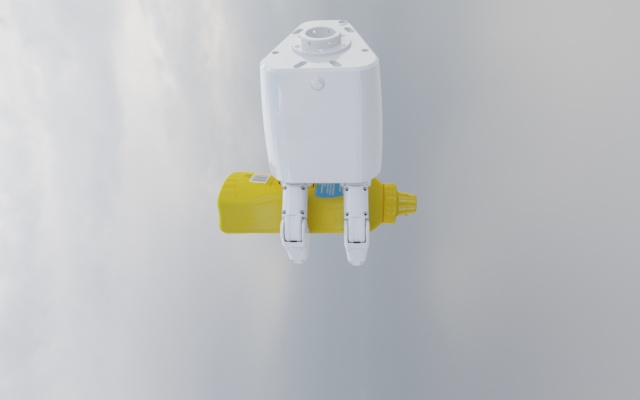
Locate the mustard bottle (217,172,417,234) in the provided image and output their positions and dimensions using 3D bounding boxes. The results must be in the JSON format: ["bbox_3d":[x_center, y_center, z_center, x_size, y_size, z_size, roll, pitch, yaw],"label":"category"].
[{"bbox_3d":[0.000,0.002,0.485,0.191,0.058,0.096,0,16,5],"label":"mustard bottle"}]
